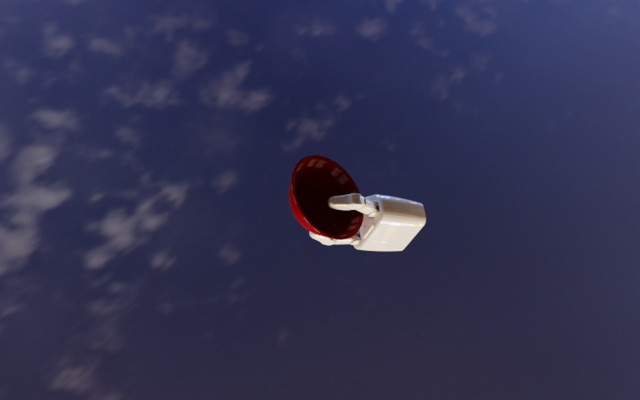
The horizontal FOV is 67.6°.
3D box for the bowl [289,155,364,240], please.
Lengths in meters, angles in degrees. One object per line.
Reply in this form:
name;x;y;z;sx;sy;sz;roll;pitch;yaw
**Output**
bowl;-0.001;0.002;0.846;0.162;0.162;0.055;0;-23;-43
